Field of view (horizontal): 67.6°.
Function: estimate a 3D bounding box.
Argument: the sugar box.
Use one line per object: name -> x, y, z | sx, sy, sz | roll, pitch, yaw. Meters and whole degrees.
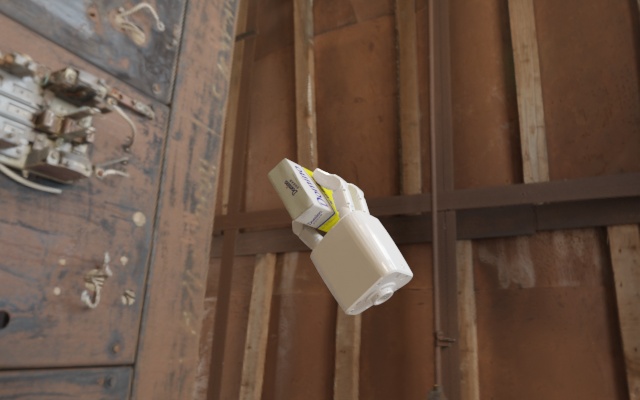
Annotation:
sugar box -> 0.001, 0.002, 0.747 | 0.048, 0.093, 0.176 | -40, -29, 14
